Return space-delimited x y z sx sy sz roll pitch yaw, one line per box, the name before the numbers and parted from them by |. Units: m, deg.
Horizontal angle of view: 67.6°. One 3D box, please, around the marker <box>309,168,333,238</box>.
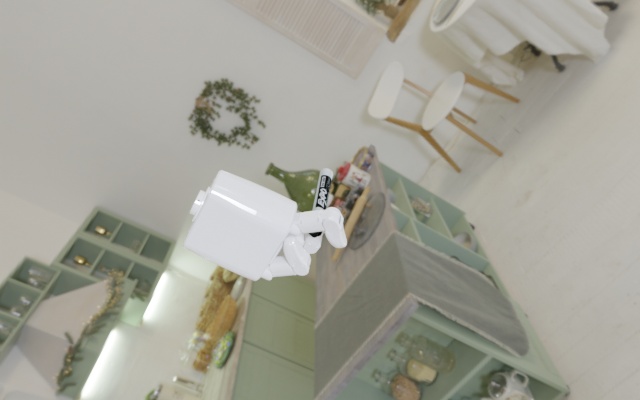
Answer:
marker | 0.000 0.002 0.639 0.020 0.020 0.121 0 44 11
